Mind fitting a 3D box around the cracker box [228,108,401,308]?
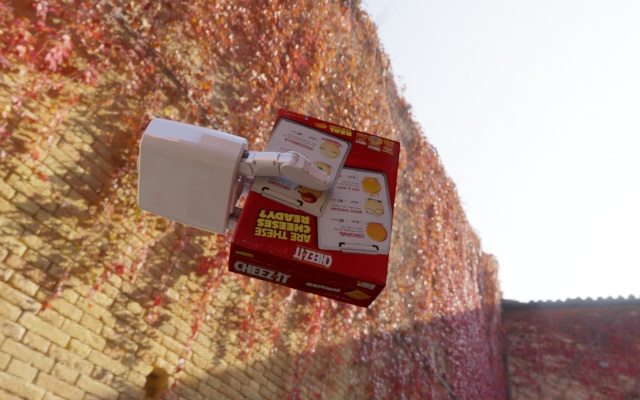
[{"bbox_3d":[0.000,0.002,0.563,0.164,0.213,0.072,16,-39,-3],"label":"cracker box"}]
